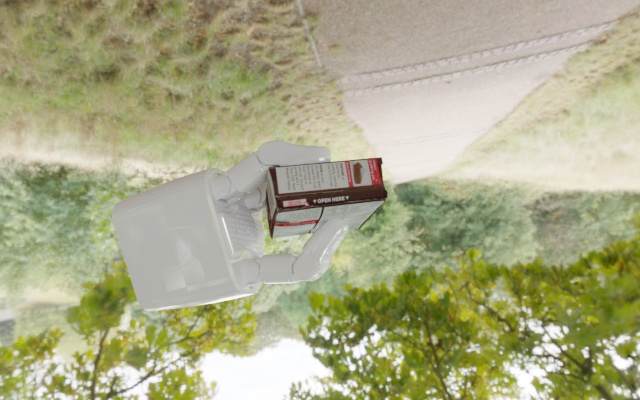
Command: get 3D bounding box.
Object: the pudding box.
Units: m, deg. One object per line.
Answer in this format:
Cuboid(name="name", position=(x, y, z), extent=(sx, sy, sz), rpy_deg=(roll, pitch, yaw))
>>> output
Cuboid(name="pudding box", position=(0.000, 0.002, 0.411), extent=(0.090, 0.039, 0.113), rpy_deg=(-7, -13, -9))
